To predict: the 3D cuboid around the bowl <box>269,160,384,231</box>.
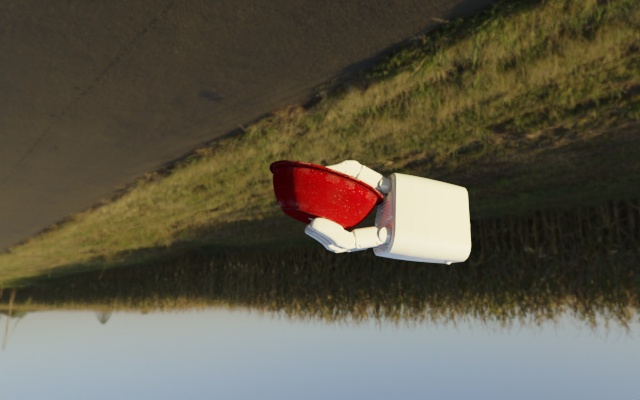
[{"bbox_3d":[-0.001,0.002,0.645,0.162,0.055,0.162,17,-12,4],"label":"bowl"}]
